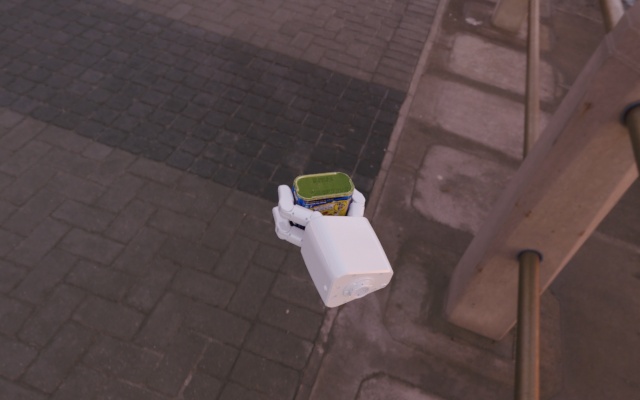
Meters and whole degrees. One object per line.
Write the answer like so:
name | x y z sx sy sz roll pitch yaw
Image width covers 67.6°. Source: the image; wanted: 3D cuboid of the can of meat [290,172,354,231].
can of meat | 0.000 0.002 0.784 0.102 0.057 0.084 -8 -40 -18
